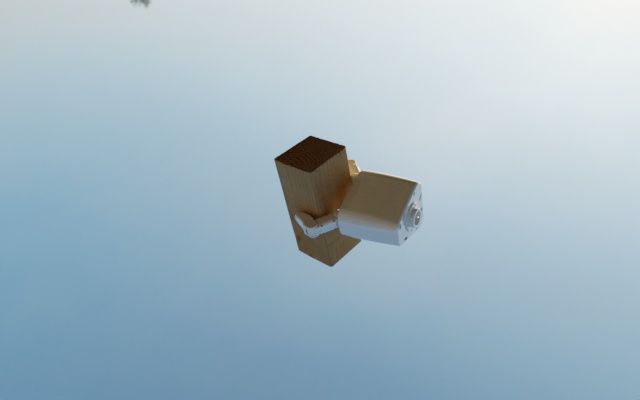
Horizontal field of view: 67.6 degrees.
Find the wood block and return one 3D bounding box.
[{"bbox_3d":[0.000,0.003,0.844,0.090,0.206,0.090,23,48,39],"label":"wood block"}]
